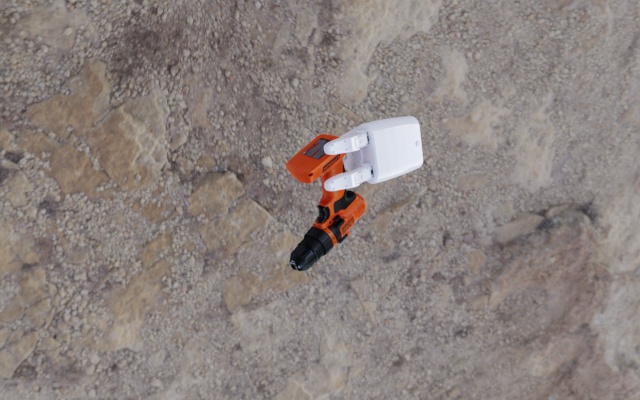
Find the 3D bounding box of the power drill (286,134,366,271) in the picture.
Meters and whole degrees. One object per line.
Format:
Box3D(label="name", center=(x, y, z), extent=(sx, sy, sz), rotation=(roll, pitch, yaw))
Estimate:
Box3D(label="power drill", center=(0.000, 0.002, 0.774), extent=(0.057, 0.188, 0.184), rotation=(21, 51, 32))
